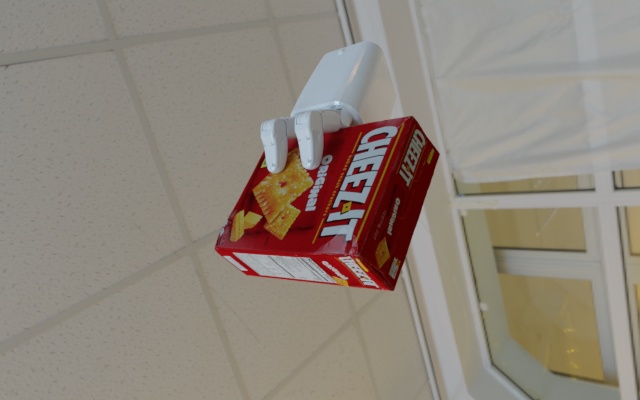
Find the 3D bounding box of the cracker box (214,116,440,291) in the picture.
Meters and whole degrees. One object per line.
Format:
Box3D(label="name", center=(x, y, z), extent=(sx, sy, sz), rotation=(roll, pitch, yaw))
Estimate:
Box3D(label="cracker box", center=(0.000, 0.002, 0.517), extent=(0.213, 0.164, 0.072), rotation=(-3, -37, 43))
